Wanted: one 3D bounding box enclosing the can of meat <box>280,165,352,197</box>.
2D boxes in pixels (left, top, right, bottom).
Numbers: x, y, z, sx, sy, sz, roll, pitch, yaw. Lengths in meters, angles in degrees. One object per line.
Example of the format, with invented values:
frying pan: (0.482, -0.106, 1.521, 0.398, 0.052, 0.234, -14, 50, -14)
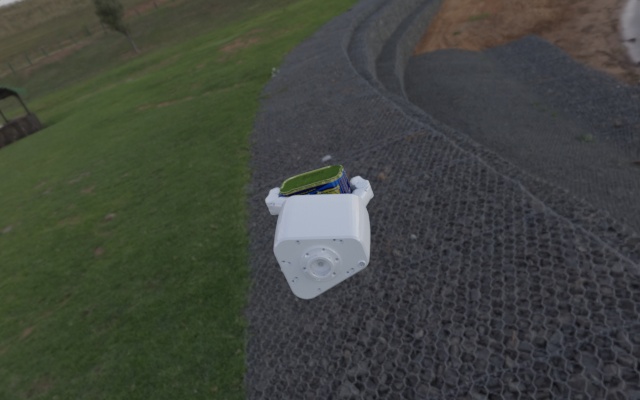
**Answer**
can of meat: (0.000, 0.002, 0.699, 0.102, 0.084, 0.057, -16, 25, 15)
